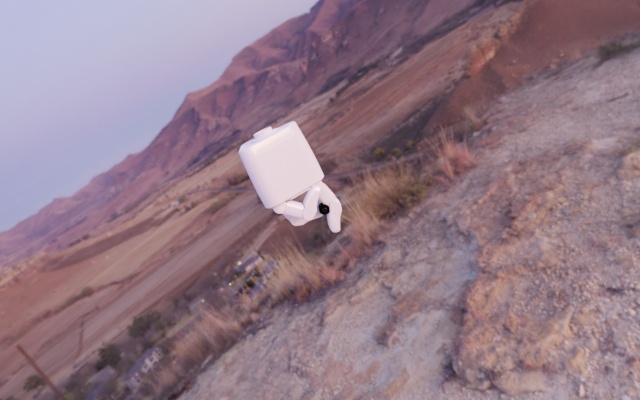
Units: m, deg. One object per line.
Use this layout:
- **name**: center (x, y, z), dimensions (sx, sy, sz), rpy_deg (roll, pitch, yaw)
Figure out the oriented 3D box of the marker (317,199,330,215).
- **marker**: center (0.000, 0.003, 0.868), dimensions (0.020, 0.020, 0.121), rpy_deg (0, 14, -7)
